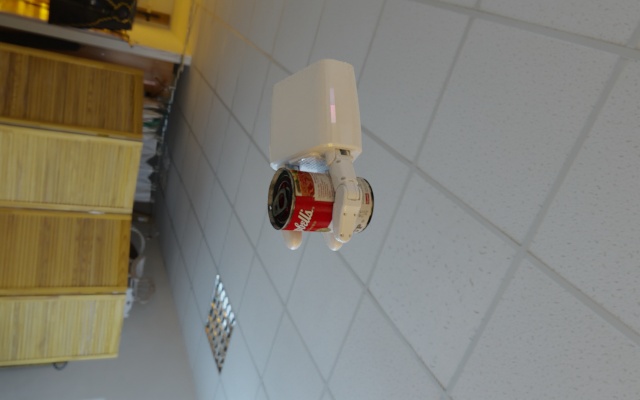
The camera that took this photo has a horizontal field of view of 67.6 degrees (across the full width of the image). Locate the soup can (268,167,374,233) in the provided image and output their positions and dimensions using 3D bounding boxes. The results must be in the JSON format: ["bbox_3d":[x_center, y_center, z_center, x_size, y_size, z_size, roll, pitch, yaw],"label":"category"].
[{"bbox_3d":[0.000,0.002,0.536,0.102,0.068,0.068,5,-2,-28],"label":"soup can"}]
